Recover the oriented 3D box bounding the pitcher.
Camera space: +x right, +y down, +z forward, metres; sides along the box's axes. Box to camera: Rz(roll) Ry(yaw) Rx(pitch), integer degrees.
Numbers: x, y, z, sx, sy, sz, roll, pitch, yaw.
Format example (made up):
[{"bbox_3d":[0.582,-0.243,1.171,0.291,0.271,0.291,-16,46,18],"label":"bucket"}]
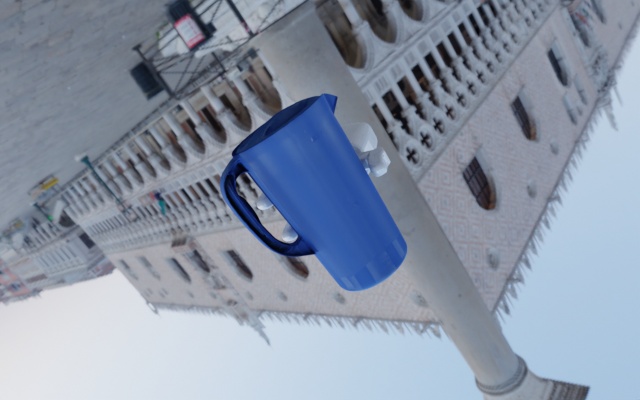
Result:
[{"bbox_3d":[0.000,0.002,0.607,0.149,0.243,0.145,-25,19,26],"label":"pitcher"}]
